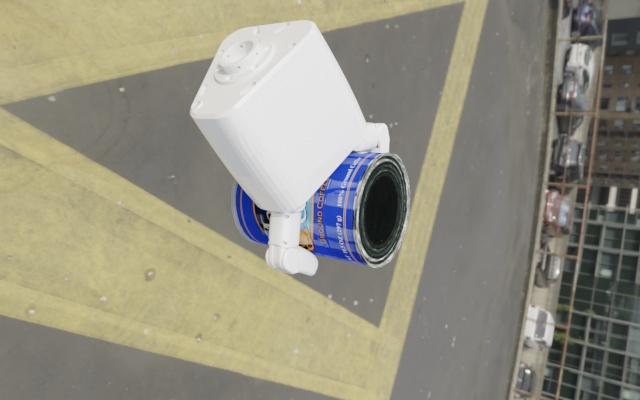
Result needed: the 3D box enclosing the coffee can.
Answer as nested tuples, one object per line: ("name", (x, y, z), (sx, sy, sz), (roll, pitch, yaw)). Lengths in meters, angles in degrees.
("coffee can", (0.000, 0.002, 0.457), (0.140, 0.103, 0.103), (8, 4, 34))
